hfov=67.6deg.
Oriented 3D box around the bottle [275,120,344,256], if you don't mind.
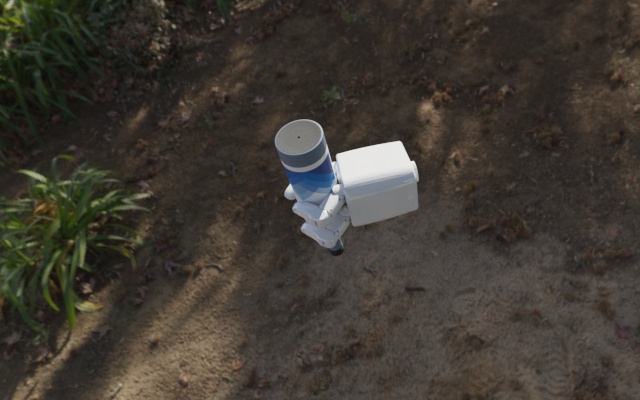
[{"bbox_3d":[0.000,0.002,0.749,0.069,0.069,0.296,0,-36,14],"label":"bottle"}]
